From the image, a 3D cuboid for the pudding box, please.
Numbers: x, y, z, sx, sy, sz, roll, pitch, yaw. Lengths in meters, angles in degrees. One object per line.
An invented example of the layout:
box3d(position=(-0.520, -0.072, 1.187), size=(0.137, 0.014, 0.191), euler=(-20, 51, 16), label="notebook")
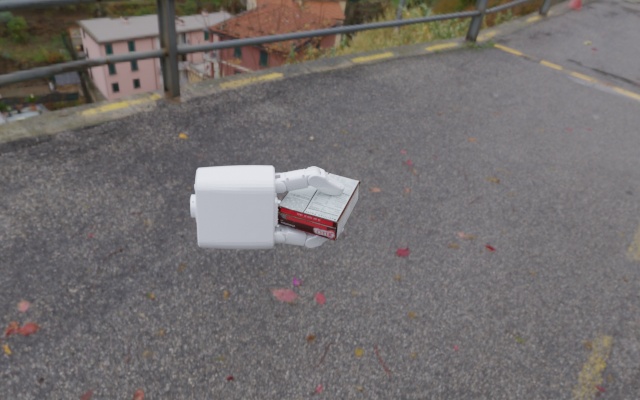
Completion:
box3d(position=(0.000, 0.002, 0.693), size=(0.090, 0.039, 0.113), euler=(16, 41, 14), label="pudding box")
